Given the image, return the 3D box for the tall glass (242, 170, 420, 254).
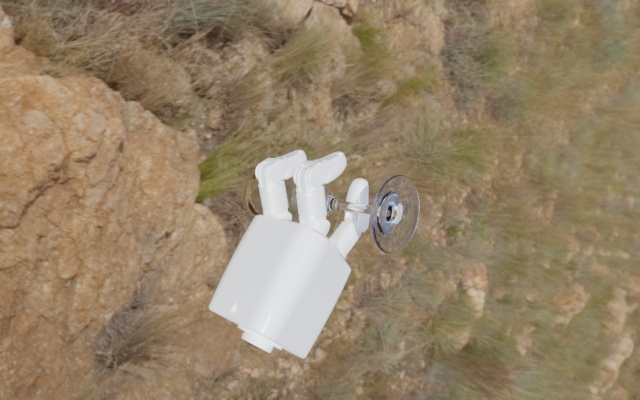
[{"bbox_3d":[0.001,0.002,0.510,0.201,0.079,0.079,10,7,44],"label":"tall glass"}]
